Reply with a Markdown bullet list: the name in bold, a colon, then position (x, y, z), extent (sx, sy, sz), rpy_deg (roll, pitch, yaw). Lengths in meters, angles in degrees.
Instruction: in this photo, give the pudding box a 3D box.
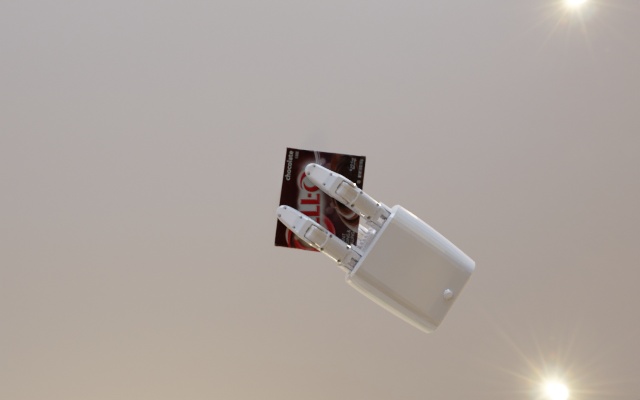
- **pudding box**: position (0.000, 0.002, 0.537), extent (0.090, 0.113, 0.039), rpy_deg (7, -5, 1)
